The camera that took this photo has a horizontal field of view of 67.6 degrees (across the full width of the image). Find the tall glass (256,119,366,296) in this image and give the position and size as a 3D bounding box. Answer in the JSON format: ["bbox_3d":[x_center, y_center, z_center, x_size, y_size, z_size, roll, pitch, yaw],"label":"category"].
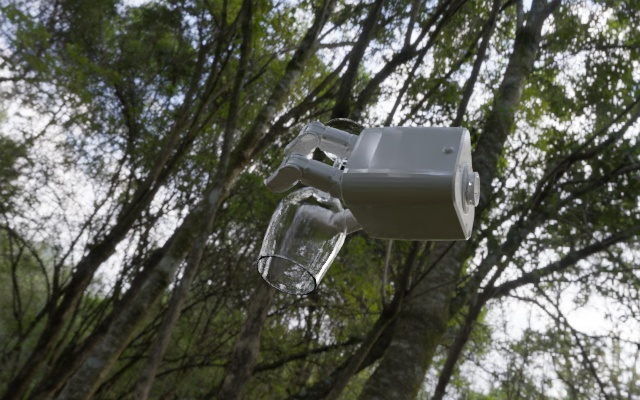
[{"bbox_3d":[0.000,0.001,0.513,0.079,0.201,0.079,15,-40,13],"label":"tall glass"}]
